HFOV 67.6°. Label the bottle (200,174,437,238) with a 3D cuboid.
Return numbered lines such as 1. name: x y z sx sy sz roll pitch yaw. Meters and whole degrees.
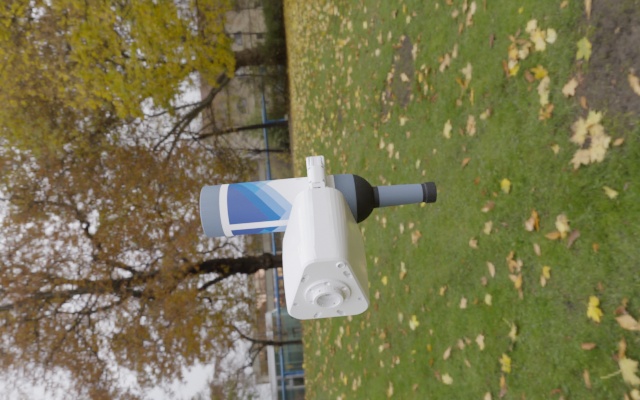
1. bottle: 0.000 0.002 0.614 0.296 0.069 0.069 -5 0 0
